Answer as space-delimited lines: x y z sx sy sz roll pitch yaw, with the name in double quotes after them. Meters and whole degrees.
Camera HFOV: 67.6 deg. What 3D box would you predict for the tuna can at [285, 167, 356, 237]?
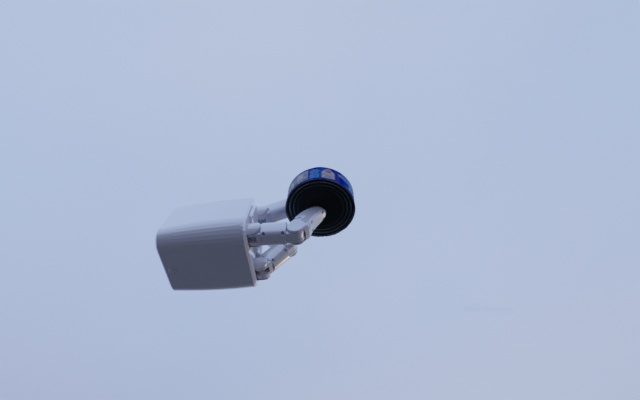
0.000 0.002 0.596 0.086 0.086 0.033 0 33 1 "tuna can"
